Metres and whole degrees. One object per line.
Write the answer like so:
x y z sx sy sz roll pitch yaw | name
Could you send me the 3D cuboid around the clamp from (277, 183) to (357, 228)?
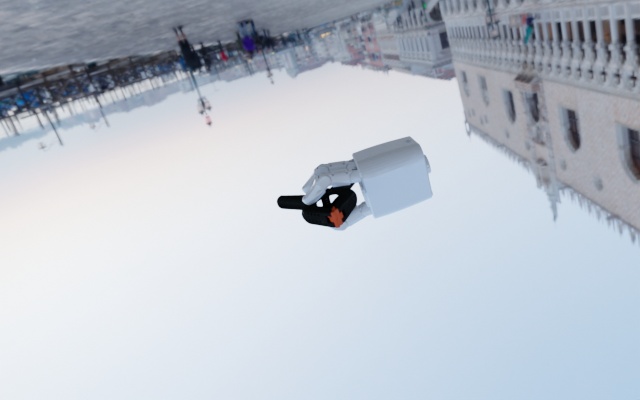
0.001 0.003 0.810 0.164 0.036 0.210 -21 18 4 | clamp
